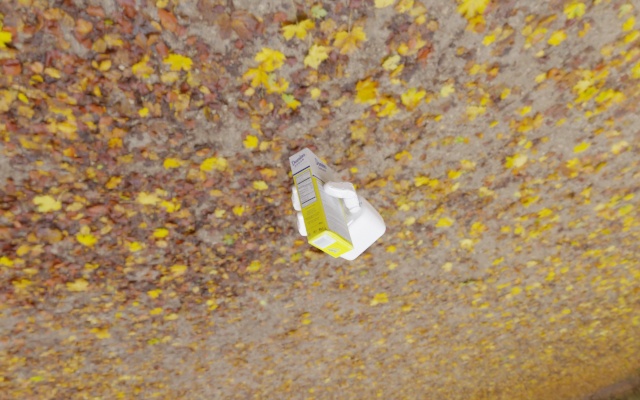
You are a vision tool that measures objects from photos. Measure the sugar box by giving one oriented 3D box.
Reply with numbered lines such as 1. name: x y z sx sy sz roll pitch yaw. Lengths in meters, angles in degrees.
1. sugar box: 0.000 0.003 0.828 0.048 0.176 0.093 -30 -36 18
